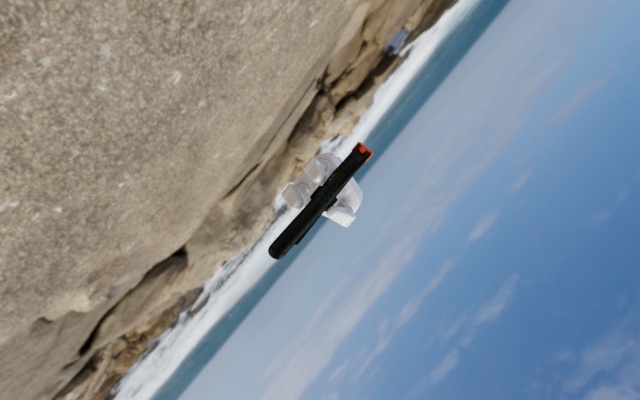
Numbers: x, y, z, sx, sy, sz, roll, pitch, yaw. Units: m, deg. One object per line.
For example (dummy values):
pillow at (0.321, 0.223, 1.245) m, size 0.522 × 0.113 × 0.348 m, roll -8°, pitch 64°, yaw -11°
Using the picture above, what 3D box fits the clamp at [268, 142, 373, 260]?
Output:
clamp at (0.001, 0.002, 0.715) m, size 0.036 × 0.210 × 0.164 m, roll 40°, pitch 13°, yaw 2°
